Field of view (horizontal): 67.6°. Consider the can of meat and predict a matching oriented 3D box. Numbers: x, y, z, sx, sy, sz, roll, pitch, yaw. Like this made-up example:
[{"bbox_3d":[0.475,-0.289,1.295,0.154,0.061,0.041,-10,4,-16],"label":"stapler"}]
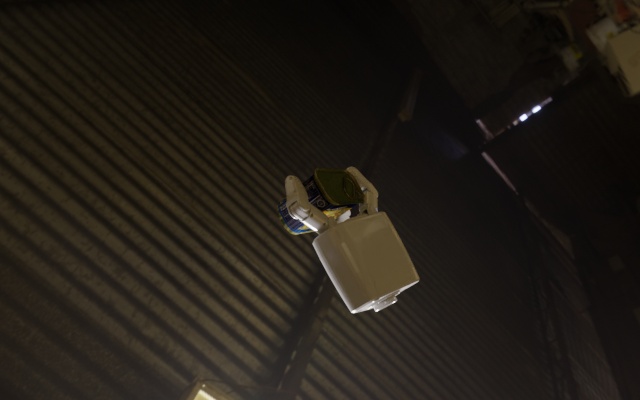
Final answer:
[{"bbox_3d":[0.000,0.002,0.663,0.084,0.057,0.102,-38,-17,28],"label":"can of meat"}]
